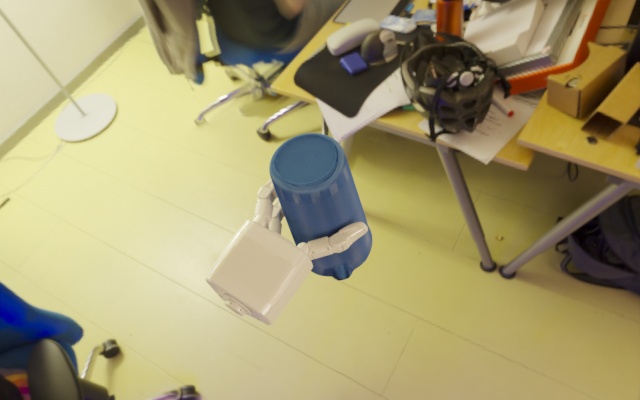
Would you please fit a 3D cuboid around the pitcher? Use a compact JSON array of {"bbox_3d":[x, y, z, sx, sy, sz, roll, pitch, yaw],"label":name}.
[{"bbox_3d":[0.000,0.003,0.751,0.149,0.145,0.243,25,-25,27],"label":"pitcher"}]
